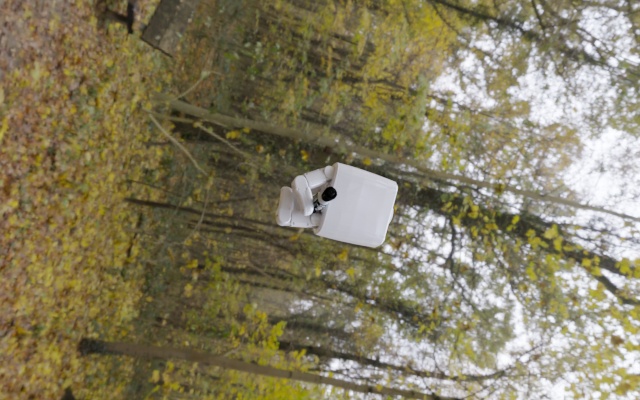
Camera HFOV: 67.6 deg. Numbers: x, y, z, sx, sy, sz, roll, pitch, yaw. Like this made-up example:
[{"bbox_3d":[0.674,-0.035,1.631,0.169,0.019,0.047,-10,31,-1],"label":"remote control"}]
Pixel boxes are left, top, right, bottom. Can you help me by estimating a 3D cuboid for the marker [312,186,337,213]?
[{"bbox_3d":[0.000,0.002,0.708,0.020,0.020,0.121,0,-14,-16],"label":"marker"}]
